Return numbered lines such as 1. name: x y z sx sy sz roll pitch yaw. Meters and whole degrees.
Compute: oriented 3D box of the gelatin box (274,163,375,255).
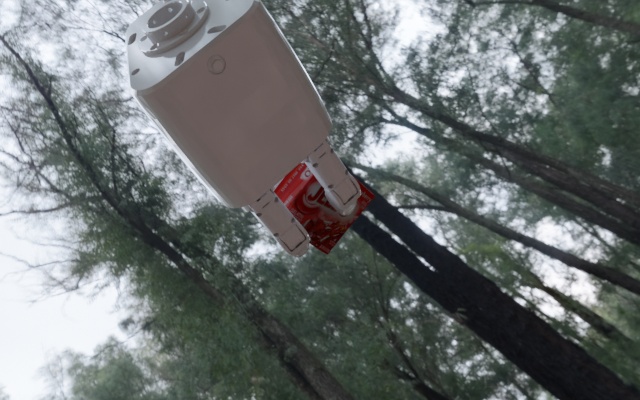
1. gelatin box: 0.000 0.001 0.428 0.030 0.073 0.089 40 2 39
